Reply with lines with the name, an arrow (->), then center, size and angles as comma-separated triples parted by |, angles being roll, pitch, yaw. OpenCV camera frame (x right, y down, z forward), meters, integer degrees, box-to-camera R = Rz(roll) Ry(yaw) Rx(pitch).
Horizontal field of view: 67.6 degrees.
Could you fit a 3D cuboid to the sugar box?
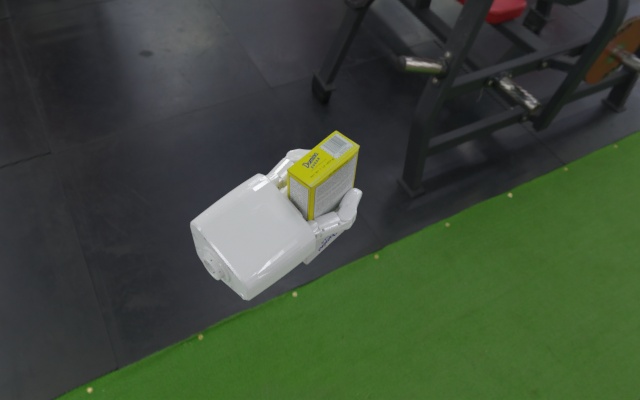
sugar box -> 0.000, 0.002, 0.631 | 0.048, 0.176, 0.093 | 38, 59, 20
